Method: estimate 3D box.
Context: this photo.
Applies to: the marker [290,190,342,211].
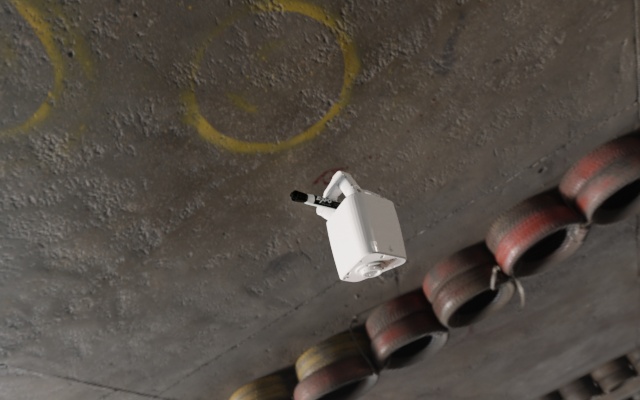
[{"bbox_3d":[0.000,0.003,0.805,0.121,0.020,0.020,14,-8,-37],"label":"marker"}]
